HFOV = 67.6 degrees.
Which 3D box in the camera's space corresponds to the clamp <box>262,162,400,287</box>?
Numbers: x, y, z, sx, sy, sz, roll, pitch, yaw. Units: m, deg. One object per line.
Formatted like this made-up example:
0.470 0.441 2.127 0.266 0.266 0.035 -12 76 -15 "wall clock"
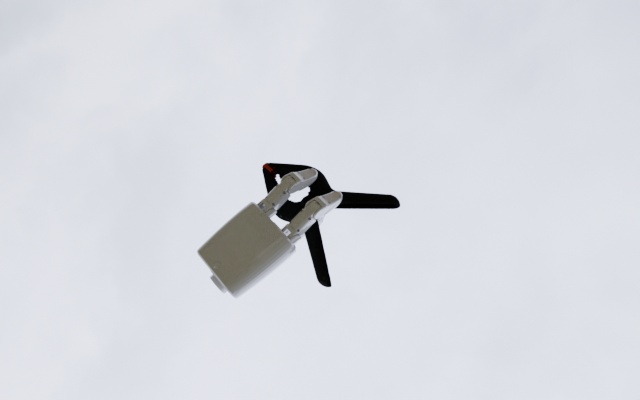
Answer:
0.000 0.002 0.706 0.164 0.210 0.036 -41 -24 -11 "clamp"
